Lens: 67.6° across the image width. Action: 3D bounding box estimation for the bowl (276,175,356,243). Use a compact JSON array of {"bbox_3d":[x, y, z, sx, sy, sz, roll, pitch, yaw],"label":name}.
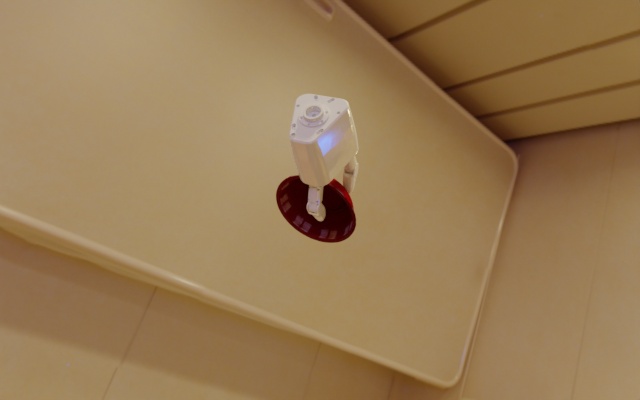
[{"bbox_3d":[0.000,0.004,0.892,0.162,0.162,0.055,0,39,32],"label":"bowl"}]
